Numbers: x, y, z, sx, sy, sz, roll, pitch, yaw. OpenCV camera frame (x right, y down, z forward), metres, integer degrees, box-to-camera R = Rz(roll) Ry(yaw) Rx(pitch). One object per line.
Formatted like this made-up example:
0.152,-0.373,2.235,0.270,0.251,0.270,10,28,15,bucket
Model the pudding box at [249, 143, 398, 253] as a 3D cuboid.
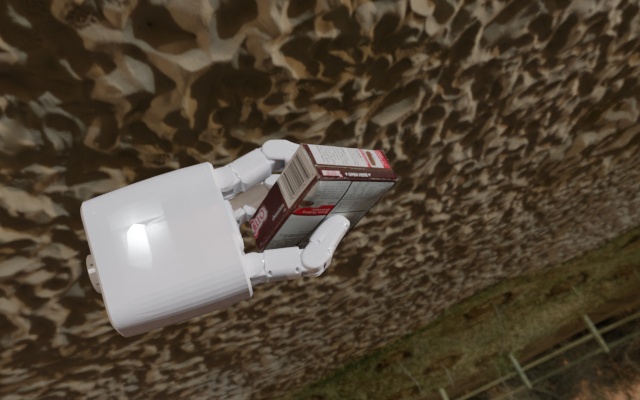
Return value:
0.000,0.002,0.426,0.090,0.039,0.113,-1,-35,-37,pudding box
